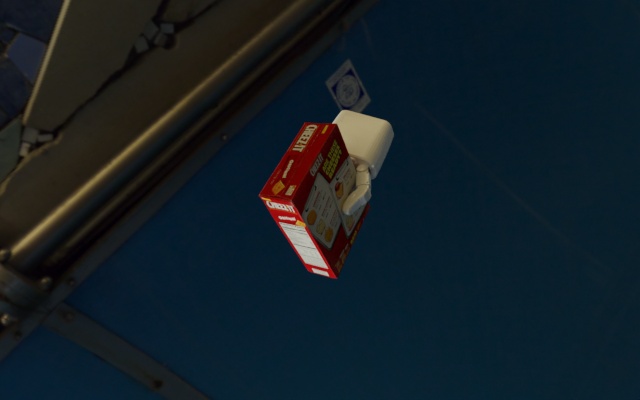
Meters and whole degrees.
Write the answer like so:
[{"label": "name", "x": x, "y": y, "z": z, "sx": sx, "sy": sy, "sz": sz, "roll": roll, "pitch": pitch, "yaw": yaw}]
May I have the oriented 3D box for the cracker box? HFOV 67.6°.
[{"label": "cracker box", "x": 0.000, "y": 0.003, "z": 0.801, "sx": 0.072, "sy": 0.164, "sz": 0.214, "roll": 8, "pitch": -36, "yaw": 31}]
